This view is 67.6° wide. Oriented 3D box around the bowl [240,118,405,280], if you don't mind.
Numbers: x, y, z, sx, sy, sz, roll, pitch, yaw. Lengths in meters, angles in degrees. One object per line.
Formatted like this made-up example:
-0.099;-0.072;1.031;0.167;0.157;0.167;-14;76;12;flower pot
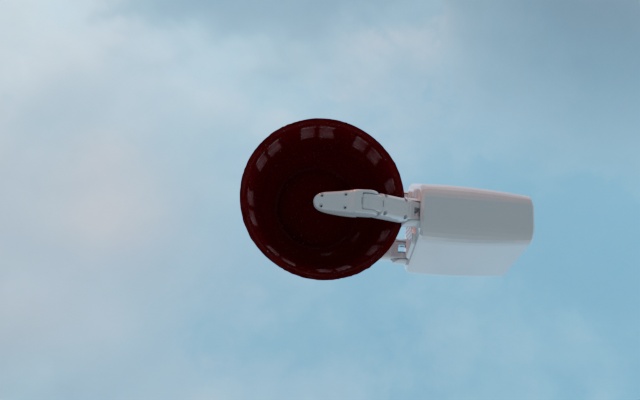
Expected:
-0.001;0.001;0.485;0.162;0.162;0.055;0;-14;-8;bowl
